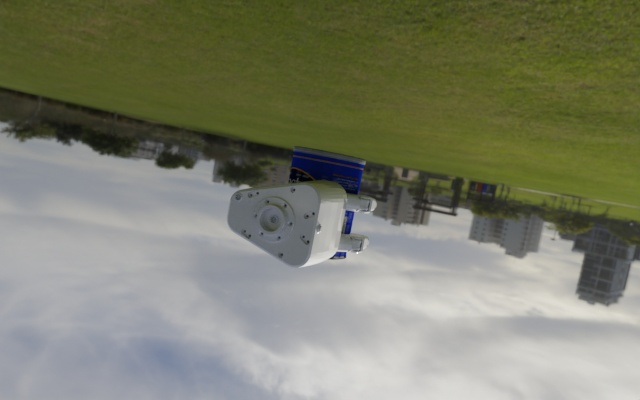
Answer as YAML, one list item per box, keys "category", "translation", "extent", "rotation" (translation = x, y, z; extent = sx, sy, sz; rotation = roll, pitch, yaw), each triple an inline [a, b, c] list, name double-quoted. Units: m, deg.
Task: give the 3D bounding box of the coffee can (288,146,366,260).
- category: "coffee can"
  translation: [0.000, 0.002, 0.672]
  extent: [0.103, 0.140, 0.103]
  rotation: [11, 4, -1]
